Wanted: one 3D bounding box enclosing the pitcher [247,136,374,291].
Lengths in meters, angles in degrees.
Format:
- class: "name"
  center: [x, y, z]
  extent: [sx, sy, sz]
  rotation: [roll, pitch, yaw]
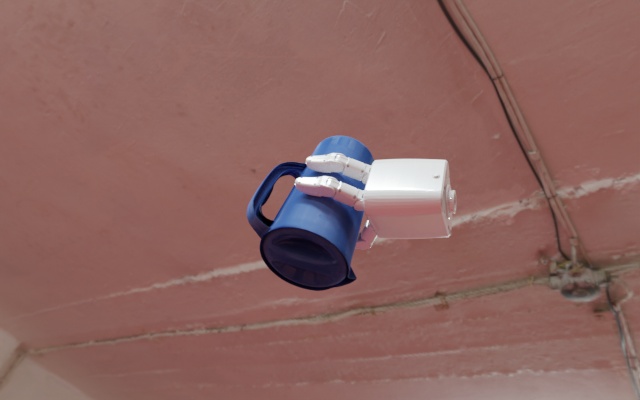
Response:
- class: "pitcher"
  center: [0.000, 0.002, 0.742]
  extent: [0.145, 0.149, 0.242]
  rotation: [0, 42, 22]
